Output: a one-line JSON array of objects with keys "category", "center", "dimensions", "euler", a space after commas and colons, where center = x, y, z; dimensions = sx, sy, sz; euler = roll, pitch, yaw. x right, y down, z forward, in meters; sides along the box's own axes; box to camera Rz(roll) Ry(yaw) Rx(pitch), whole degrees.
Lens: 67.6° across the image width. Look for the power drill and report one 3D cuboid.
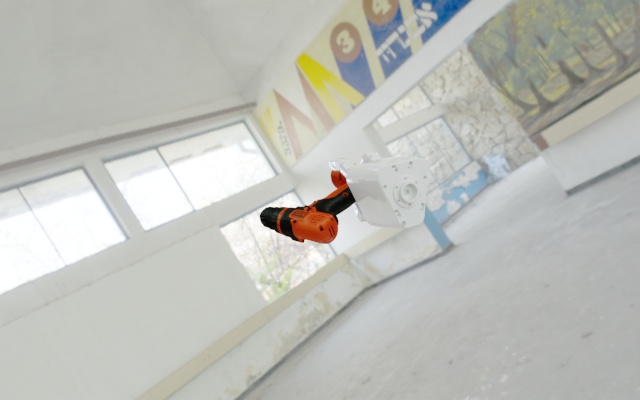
[{"category": "power drill", "center": [0.001, 0.003, 0.862], "dimensions": [0.184, 0.057, 0.187], "euler": [12, 44, 45]}]
